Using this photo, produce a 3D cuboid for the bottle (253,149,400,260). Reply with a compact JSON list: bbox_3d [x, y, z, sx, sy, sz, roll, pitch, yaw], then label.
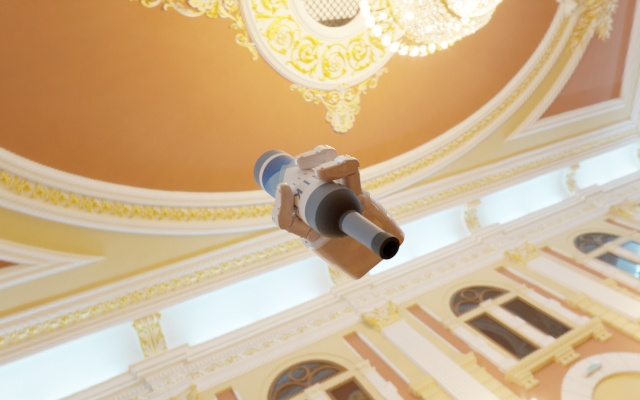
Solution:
[{"bbox_3d":[0.000,0.002,0.619,0.069,0.069,0.295,0,19,-32],"label":"bottle"}]
